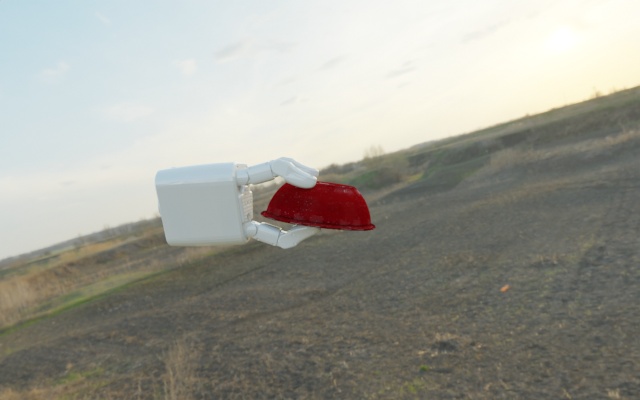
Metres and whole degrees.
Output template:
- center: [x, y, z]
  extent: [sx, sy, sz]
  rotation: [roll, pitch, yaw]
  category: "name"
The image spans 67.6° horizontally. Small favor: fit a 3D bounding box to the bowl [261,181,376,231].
- center: [0.001, 0.002, 0.666]
  extent: [0.162, 0.055, 0.162]
  rotation: [7, 4, 0]
  category: "bowl"
